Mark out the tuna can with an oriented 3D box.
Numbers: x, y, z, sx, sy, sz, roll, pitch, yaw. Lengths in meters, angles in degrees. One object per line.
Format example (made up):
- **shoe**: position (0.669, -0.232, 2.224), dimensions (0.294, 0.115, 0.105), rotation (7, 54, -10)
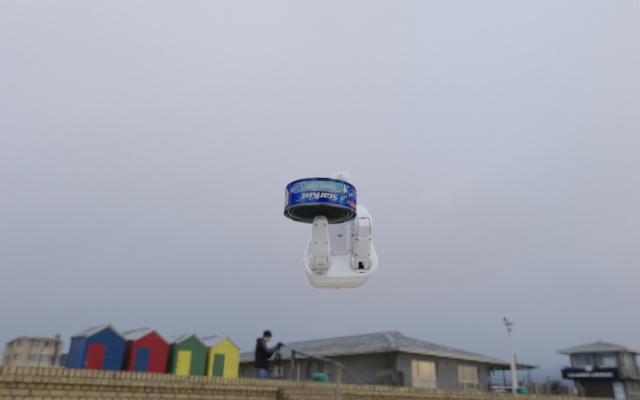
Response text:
- **tuna can**: position (0.000, 0.001, 0.560), dimensions (0.086, 0.033, 0.086), rotation (2, -17, 1)
